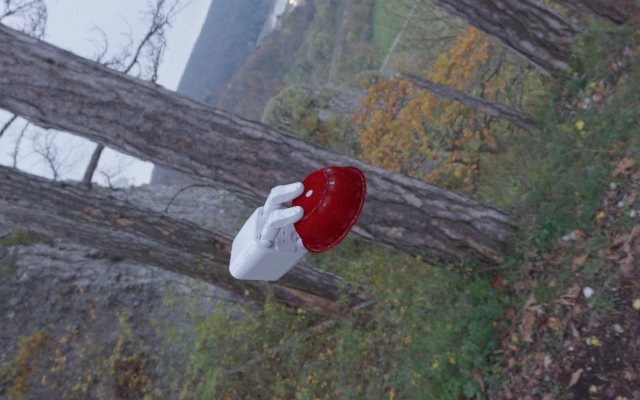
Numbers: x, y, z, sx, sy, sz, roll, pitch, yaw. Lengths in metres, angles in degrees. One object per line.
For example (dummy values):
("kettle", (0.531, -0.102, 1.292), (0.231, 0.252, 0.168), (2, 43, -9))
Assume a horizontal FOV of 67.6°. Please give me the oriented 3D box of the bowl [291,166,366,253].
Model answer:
("bowl", (0.001, 0.001, 0.787), (0.055, 0.162, 0.162), (31, -17, -30))
